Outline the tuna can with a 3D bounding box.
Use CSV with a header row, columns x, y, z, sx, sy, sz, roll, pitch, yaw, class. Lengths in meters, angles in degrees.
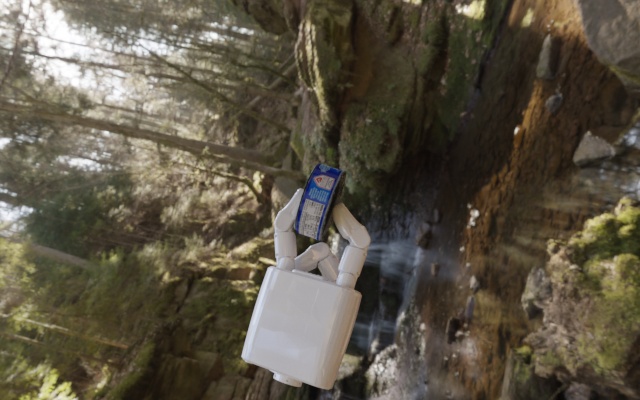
x,y,z,sx,sy,sz,roll,pitch,yaw,class
0.000,0.002,0.548,0.034,0.086,0.086,19,2,7,tuna can
